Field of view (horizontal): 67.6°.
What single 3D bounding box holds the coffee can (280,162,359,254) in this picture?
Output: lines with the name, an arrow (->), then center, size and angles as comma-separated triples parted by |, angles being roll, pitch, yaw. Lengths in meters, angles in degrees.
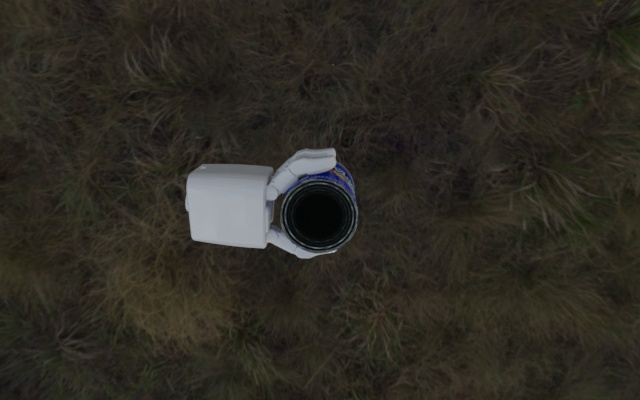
coffee can -> 0.000, 0.002, 0.685 | 0.103, 0.103, 0.140 | 0, 16, 2
